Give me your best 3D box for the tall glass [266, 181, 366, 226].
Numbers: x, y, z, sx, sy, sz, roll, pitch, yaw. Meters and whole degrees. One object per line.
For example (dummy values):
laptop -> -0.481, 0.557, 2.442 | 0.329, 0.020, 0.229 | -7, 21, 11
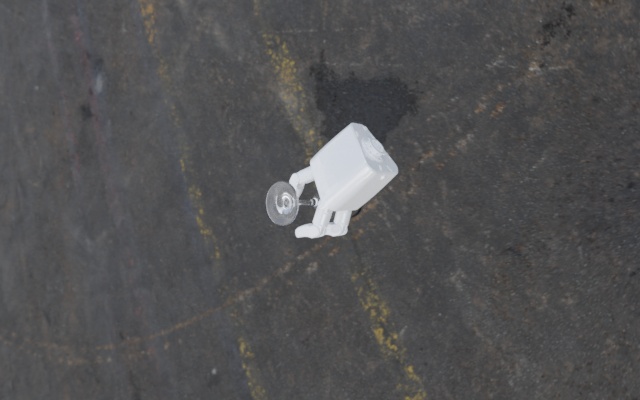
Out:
tall glass -> 0.000, 0.003, 0.861 | 0.079, 0.079, 0.201 | 0, 1, 40
